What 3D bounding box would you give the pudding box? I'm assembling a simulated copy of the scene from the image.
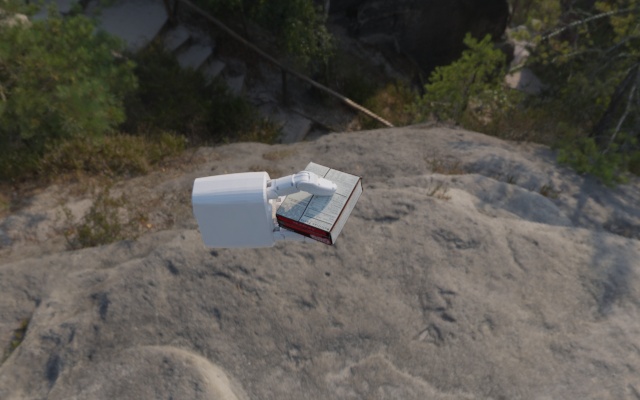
[{"bbox_3d":[0.000,0.002,0.699,0.090,0.113,0.039,19,-31,20],"label":"pudding box"}]
